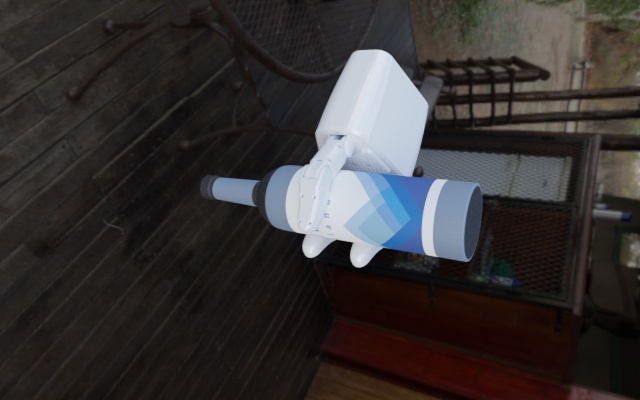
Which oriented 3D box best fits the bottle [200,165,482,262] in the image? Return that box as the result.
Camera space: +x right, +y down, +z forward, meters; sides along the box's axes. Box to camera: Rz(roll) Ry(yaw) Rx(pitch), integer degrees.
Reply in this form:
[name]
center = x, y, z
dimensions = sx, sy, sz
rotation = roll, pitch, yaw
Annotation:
[bottle]
center = 0.000, 0.002, 0.469
dimensions = 0.295, 0.069, 0.069
rotation = 8, 4, 29
